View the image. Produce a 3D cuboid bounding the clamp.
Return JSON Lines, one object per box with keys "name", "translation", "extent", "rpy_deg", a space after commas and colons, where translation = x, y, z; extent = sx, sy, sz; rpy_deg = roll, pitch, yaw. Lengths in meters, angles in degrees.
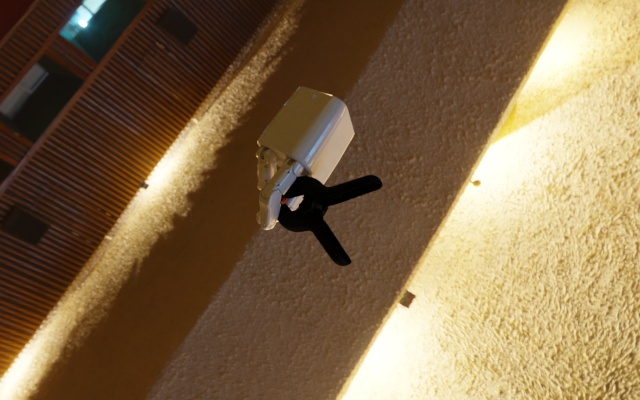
{"name": "clamp", "translation": [0.000, 0.002, 0.634], "extent": [0.171, 0.120, 0.039], "rpy_deg": [26, -12, 36]}
